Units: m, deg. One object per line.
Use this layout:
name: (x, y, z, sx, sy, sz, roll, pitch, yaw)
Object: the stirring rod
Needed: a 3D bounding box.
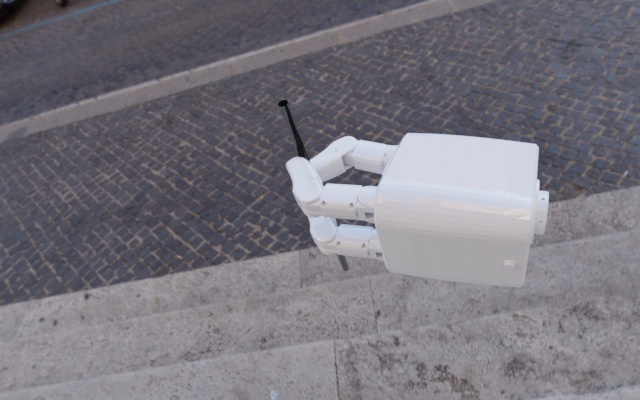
stirring rod: (0.000, 0.002, 0.452, 0.011, 0.011, 0.240, 0, -39, 18)
